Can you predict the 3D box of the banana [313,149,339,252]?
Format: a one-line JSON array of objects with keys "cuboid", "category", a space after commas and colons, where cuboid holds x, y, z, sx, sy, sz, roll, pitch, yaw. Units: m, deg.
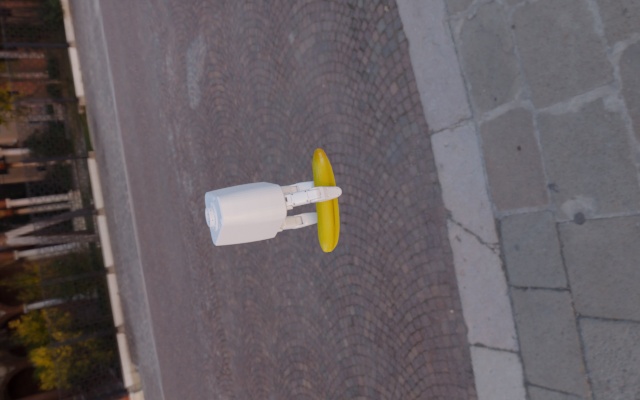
[{"cuboid": [0.007, 0.011, 0.836, 0.037, 0.198, 0.069, -9, 18, -20], "category": "banana"}]
